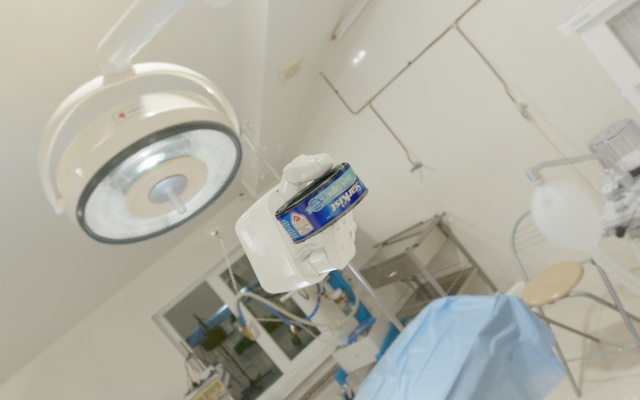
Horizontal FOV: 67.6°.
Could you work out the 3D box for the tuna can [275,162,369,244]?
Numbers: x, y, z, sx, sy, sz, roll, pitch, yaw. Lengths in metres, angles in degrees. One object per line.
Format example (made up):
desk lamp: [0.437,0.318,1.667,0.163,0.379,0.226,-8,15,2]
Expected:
tuna can: [0.000,0.001,0.443,0.086,0.034,0.086,-35,7,5]
